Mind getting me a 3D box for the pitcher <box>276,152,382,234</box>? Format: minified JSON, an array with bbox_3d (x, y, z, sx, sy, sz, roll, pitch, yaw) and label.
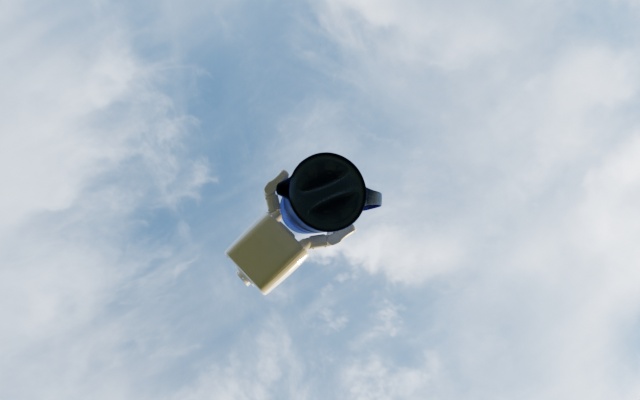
[{"bbox_3d":[0.000,0.003,0.895,0.145,0.149,0.243,-42,2,-13],"label":"pitcher"}]
